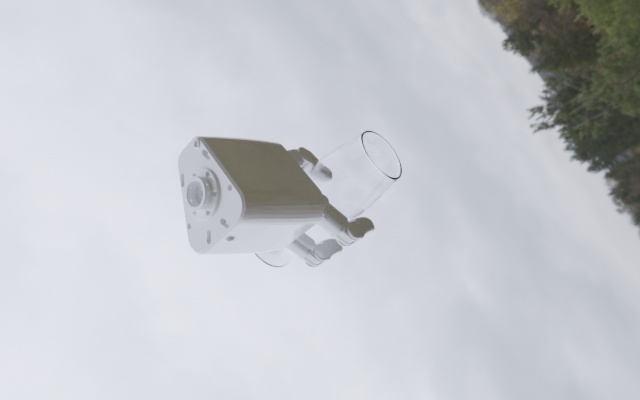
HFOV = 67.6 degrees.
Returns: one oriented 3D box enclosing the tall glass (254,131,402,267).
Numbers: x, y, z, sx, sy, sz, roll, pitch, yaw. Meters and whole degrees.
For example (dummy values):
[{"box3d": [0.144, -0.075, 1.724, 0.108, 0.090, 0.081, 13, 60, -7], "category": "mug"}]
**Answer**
[{"box3d": [0.000, 0.002, 0.558, 0.201, 0.079, 0.079, -38, -23, 34], "category": "tall glass"}]
